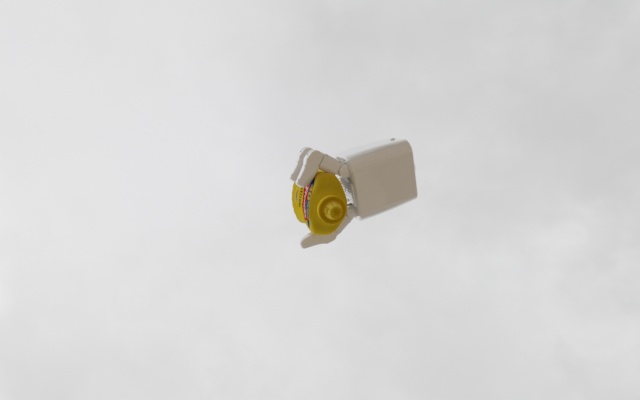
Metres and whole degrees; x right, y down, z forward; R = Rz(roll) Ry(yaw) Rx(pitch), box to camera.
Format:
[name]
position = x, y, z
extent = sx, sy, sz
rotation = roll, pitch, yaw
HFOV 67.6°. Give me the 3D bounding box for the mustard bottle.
[mustard bottle]
position = 0.000, 0.002, 0.739
extent = 0.058, 0.096, 0.191
rotation = 6, 7, -15
